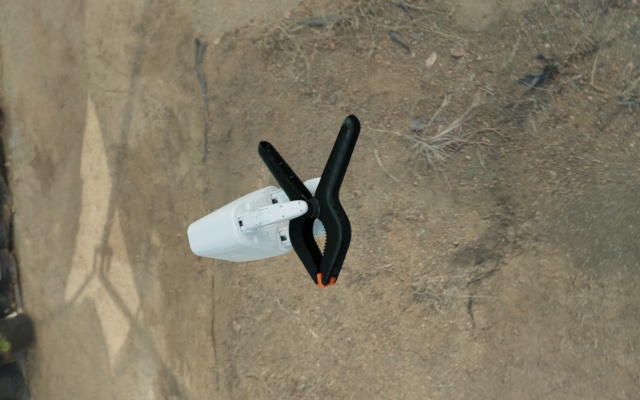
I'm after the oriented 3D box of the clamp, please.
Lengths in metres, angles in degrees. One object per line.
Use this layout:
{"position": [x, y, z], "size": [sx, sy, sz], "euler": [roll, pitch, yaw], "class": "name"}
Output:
{"position": [0.000, 0.003, 0.598], "size": [0.164, 0.210, 0.036], "euler": [-18, -7, 40], "class": "clamp"}
